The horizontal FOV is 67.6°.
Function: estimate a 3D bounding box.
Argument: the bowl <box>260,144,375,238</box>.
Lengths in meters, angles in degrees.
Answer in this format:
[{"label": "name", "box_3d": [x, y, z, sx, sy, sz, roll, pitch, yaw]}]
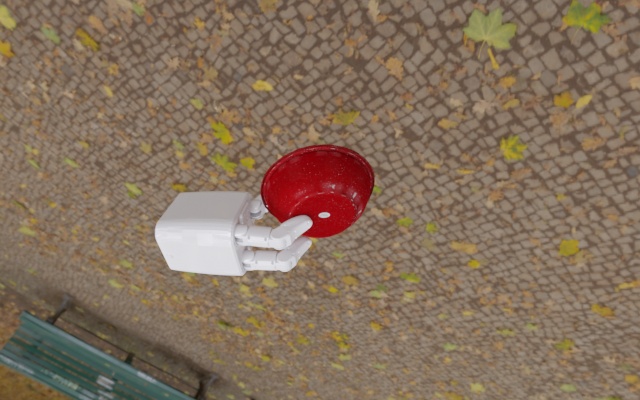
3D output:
[{"label": "bowl", "box_3d": [0.001, 0.002, 0.651, 0.162, 0.055, 0.162, -6, -43, -5]}]
